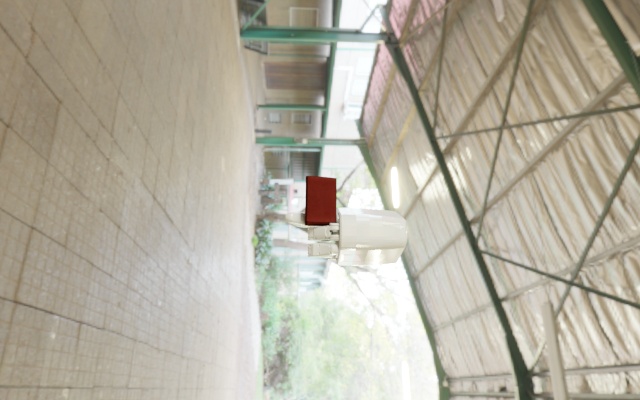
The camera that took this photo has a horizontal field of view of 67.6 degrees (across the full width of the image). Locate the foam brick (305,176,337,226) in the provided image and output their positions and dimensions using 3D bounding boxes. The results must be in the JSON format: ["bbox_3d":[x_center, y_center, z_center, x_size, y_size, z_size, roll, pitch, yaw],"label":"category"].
[{"bbox_3d":[0.000,0.002,0.797,0.051,0.078,0.053,1,-10,-1],"label":"foam brick"}]
